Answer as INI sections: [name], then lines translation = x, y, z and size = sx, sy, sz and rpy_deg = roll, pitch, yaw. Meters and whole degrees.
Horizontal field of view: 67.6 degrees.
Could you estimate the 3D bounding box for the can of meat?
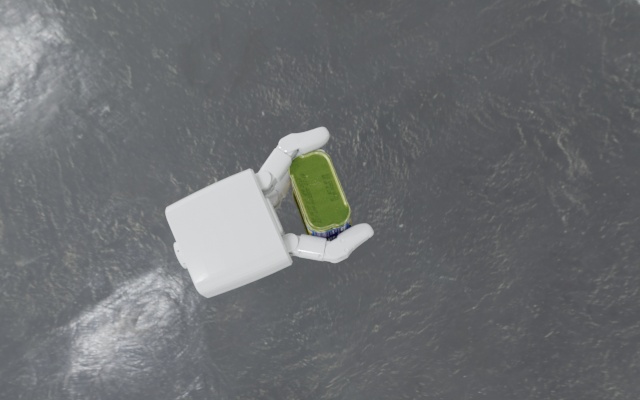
[can of meat]
translation = 0.000, 0.002, 0.566
size = 0.057, 0.102, 0.084
rpy_deg = -20, -20, -4
